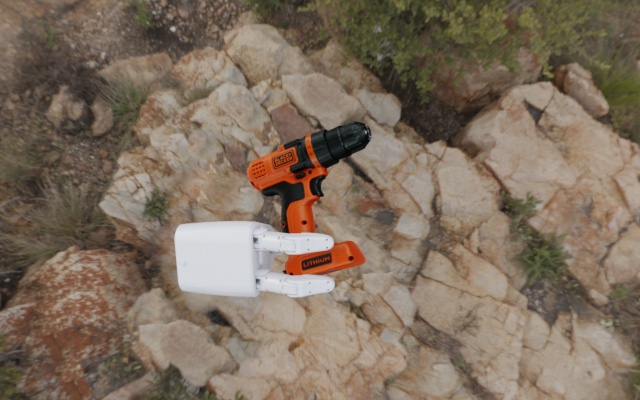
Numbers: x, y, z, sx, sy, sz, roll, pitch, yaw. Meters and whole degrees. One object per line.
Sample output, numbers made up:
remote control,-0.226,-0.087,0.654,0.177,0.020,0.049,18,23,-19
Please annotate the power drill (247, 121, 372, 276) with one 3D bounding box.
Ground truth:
power drill,0.000,0.003,0.638,0.184,0.187,0.057,-20,-16,22
